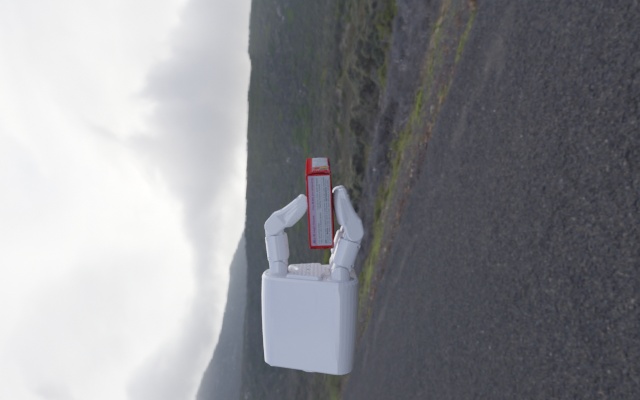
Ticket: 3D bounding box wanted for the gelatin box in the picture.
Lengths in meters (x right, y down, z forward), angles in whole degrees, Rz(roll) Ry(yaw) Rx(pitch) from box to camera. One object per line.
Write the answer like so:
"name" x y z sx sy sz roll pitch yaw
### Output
"gelatin box" 0.000 0.001 0.545 0.030 0.089 0.073 -3 18 1
